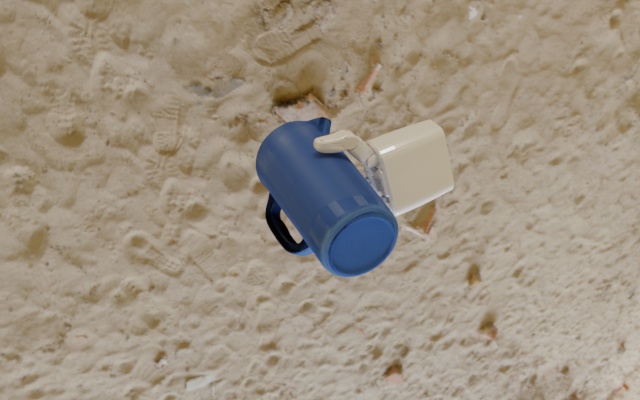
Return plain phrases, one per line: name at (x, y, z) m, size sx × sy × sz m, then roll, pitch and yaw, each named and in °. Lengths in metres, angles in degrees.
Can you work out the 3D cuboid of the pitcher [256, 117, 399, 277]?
pitcher at (0.000, 0.002, 0.672) m, size 0.145 × 0.149 × 0.242 m, roll -21°, pitch 38°, yaw -12°
